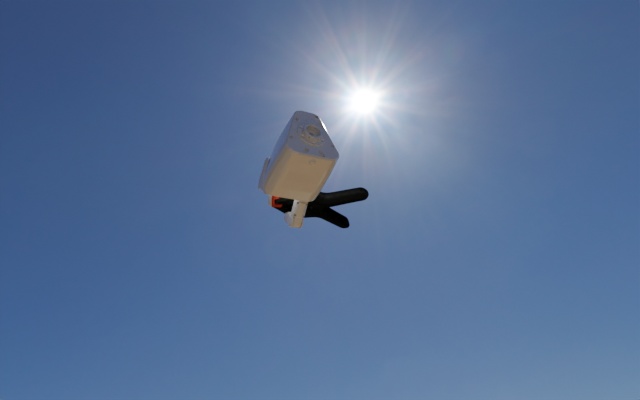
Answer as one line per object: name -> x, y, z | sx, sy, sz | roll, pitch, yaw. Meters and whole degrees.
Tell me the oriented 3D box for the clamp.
clamp -> 0.000, 0.002, 0.870 | 0.171, 0.039, 0.120 | 10, -42, -23
